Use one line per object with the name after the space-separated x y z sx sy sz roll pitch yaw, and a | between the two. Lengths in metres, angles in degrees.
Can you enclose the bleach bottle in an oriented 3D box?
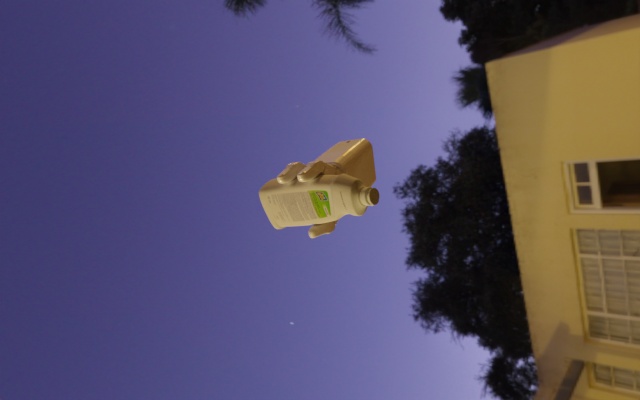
0.000 0.003 0.869 0.251 0.103 0.068 -1 32 43 | bleach bottle
